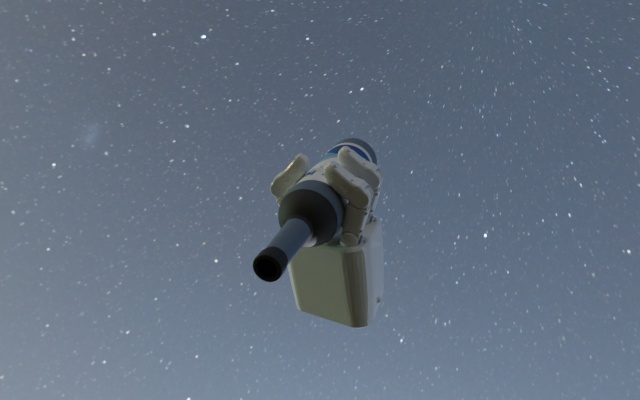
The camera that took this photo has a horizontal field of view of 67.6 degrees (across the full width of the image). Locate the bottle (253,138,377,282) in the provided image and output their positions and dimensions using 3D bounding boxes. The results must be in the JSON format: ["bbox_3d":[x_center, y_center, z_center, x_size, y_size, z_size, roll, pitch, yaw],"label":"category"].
[{"bbox_3d":[0.000,0.002,0.532,0.069,0.069,0.295,0,23,20],"label":"bottle"}]
